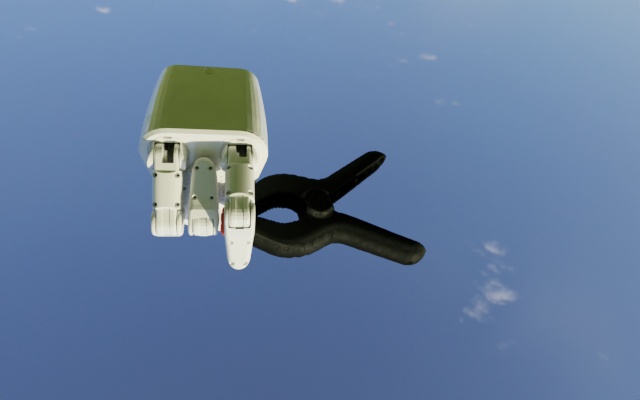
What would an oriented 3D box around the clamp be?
[{"bbox_3d":[0.000,0.002,0.419,0.171,0.120,0.039,4,-43,-14],"label":"clamp"}]
